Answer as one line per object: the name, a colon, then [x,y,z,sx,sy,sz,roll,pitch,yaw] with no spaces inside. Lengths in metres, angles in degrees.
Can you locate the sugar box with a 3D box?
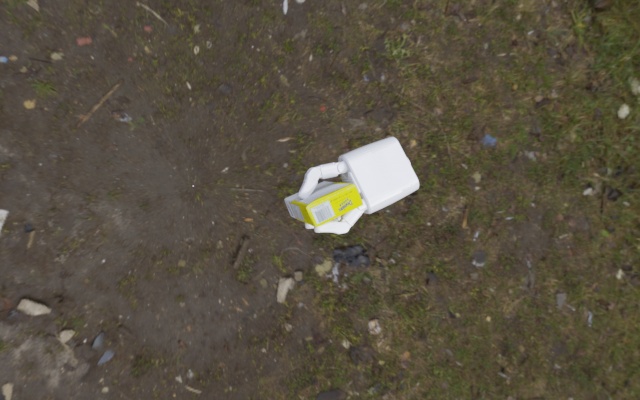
sugar box: [0.000,0.003,0.857,0.093,0.048,0.176,-24,8,-13]
